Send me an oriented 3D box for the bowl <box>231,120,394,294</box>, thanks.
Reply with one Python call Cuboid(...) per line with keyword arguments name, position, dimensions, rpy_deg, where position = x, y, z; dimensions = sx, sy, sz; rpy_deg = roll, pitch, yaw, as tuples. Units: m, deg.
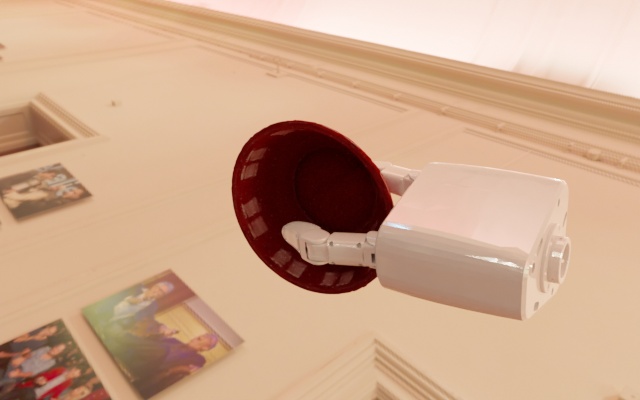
Cuboid(name="bowl", position=(-0.001, 0.001, 0.432), dimensions=(0.162, 0.162, 0.055), rpy_deg=(0, 22, 30))
